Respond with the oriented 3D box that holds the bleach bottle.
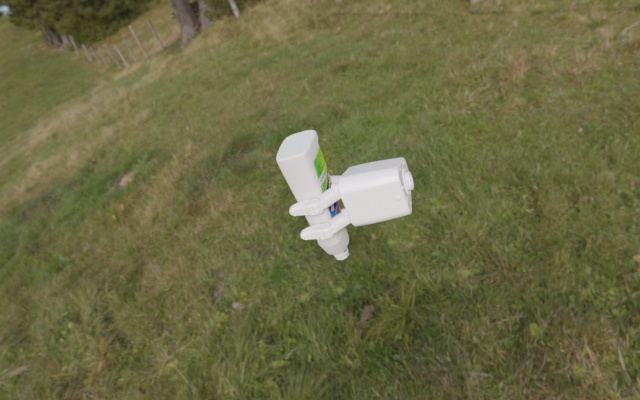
[{"bbox_3d":[0.000,0.003,0.886,0.068,0.251,0.102,-12,31,19],"label":"bleach bottle"}]
